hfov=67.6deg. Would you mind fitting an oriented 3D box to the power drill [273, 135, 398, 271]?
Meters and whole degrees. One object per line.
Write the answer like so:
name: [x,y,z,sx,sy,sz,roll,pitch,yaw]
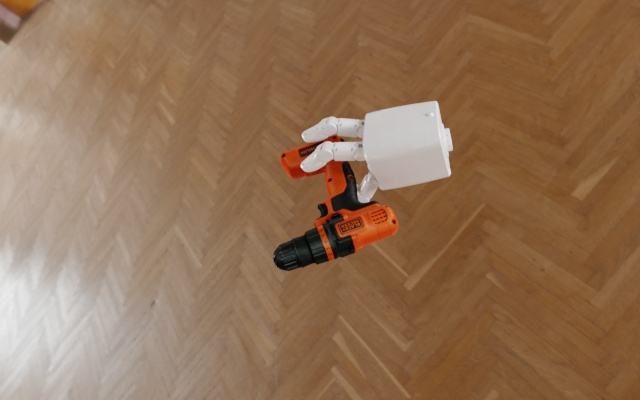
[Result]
power drill: [0.000,0.002,0.713,0.184,0.187,0.057,-19,-30,-3]
